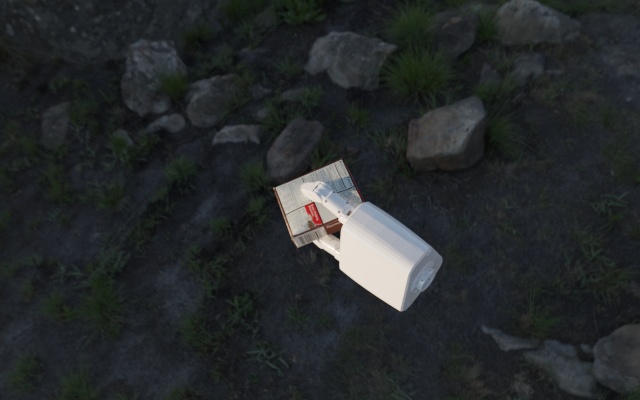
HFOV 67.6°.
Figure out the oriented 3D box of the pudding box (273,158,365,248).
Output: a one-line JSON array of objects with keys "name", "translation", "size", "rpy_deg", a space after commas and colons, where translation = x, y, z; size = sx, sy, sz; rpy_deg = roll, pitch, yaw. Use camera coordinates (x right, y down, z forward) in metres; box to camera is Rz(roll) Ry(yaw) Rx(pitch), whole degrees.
[{"name": "pudding box", "translation": [0.000, 0.002, 0.679], "size": [0.113, 0.090, 0.039], "rpy_deg": [-22, -30, -1]}]
